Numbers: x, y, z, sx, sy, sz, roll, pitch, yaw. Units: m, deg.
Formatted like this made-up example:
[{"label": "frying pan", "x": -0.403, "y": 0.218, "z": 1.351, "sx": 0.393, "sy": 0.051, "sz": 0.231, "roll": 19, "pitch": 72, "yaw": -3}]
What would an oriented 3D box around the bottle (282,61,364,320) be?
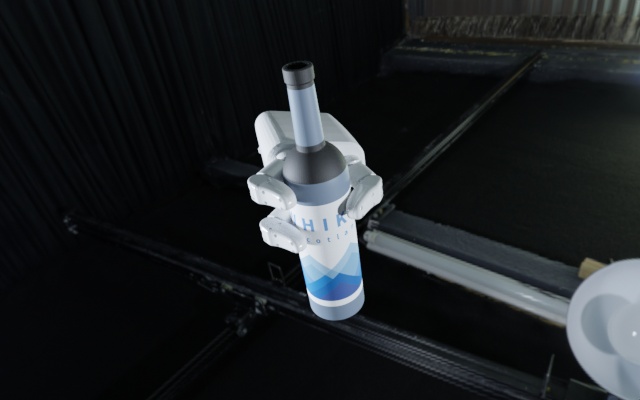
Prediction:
[{"label": "bottle", "x": 0.000, "y": 0.002, "z": 0.502, "sx": 0.069, "sy": 0.296, "sz": 0.069, "roll": -7, "pitch": 34, "yaw": 5}]
